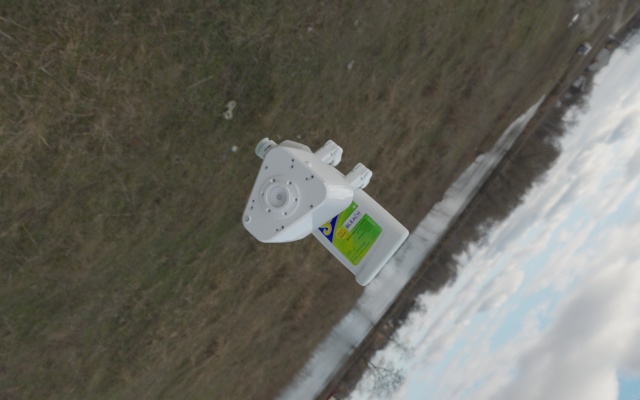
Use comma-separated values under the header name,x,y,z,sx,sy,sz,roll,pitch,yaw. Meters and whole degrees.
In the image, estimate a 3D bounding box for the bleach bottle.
name,x,y,z,sx,sy,sz,roll,pitch,yaw
bleach bottle,0.000,0.002,0.688,0.251,0.102,0.068,40,11,14
